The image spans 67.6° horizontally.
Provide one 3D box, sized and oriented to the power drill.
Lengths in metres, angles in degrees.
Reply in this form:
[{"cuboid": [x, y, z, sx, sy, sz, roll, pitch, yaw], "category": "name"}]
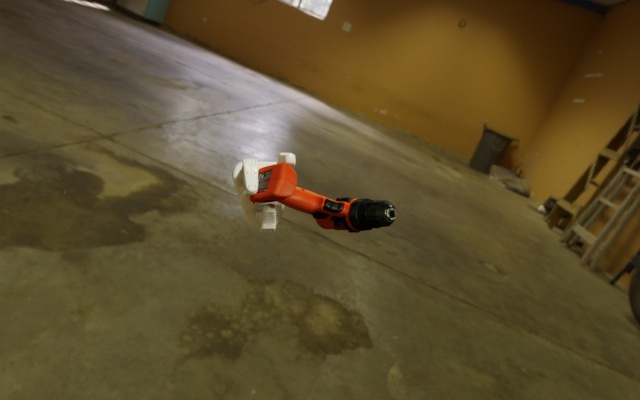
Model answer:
[{"cuboid": [0.000, 0.002, 0.735, 0.188, 0.057, 0.184, 24, -17, -29], "category": "power drill"}]
